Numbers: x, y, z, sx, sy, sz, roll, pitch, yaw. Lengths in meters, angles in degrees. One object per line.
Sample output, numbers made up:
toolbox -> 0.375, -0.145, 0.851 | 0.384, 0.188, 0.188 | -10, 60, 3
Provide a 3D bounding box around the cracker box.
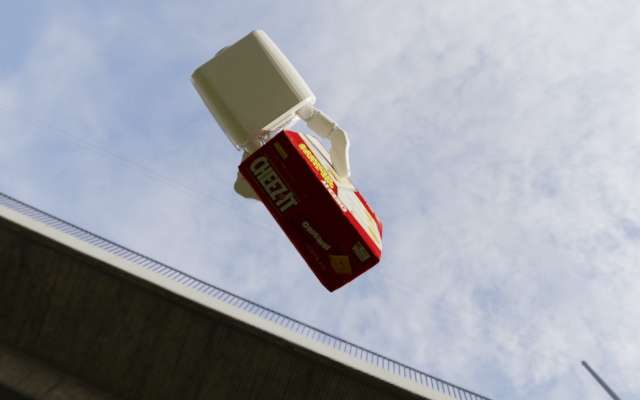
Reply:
cracker box -> 0.000, 0.002, 0.576 | 0.072, 0.164, 0.213 | -37, 0, 10
